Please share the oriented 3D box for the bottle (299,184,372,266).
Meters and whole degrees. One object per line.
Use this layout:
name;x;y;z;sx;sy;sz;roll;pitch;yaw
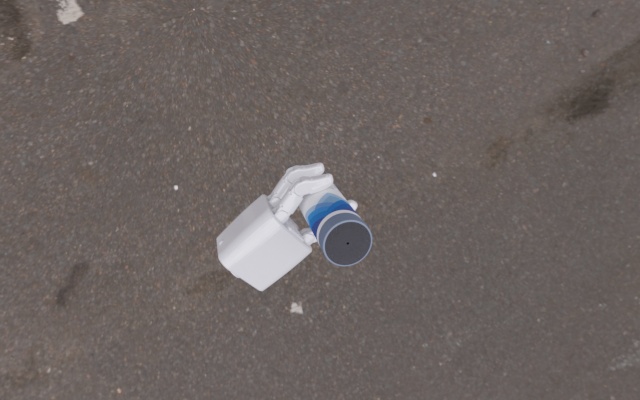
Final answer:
bottle;0.000;0.002;0.742;0.069;0.069;0.295;0;21;-15
